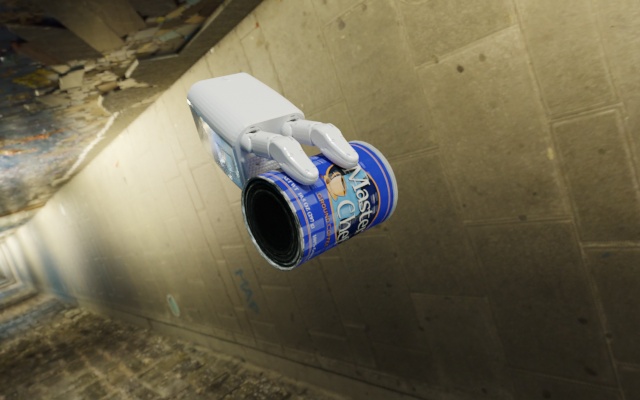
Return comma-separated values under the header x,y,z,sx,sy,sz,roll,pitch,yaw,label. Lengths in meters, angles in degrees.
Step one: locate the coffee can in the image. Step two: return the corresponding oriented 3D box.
x,y,z,sx,sy,sz,roll,pitch,yaw,label
0.000,0.002,0.522,0.140,0.103,0.103,-24,14,-36,coffee can
